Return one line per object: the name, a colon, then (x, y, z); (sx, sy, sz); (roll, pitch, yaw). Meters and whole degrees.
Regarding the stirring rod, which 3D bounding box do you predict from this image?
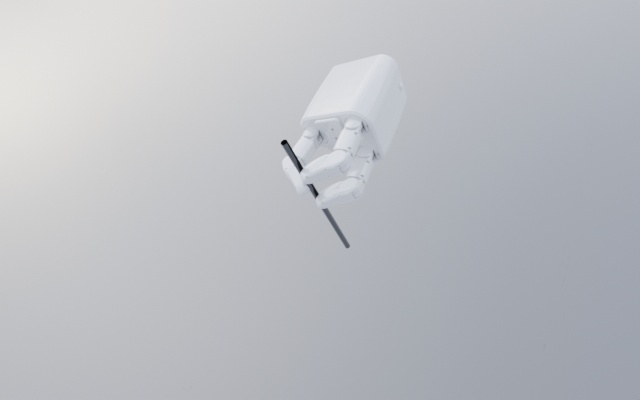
stirring rod: (0.000, 0.002, 0.613); (0.011, 0.011, 0.240); (0, -33, 23)
